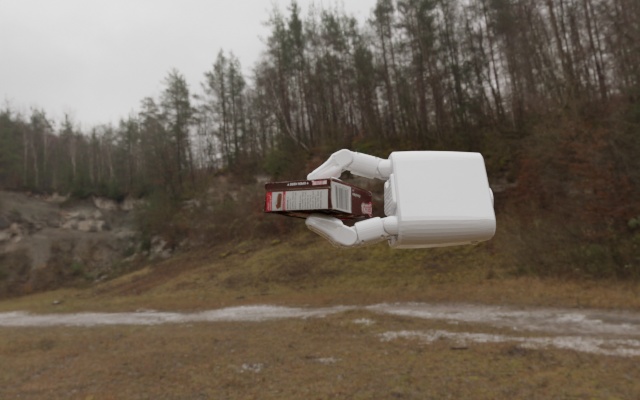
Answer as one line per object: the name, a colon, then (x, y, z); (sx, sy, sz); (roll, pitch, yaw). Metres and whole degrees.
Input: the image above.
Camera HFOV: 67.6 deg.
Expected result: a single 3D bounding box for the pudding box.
pudding box: (0.000, 0.002, 0.570); (0.090, 0.039, 0.113); (-4, -11, 28)
